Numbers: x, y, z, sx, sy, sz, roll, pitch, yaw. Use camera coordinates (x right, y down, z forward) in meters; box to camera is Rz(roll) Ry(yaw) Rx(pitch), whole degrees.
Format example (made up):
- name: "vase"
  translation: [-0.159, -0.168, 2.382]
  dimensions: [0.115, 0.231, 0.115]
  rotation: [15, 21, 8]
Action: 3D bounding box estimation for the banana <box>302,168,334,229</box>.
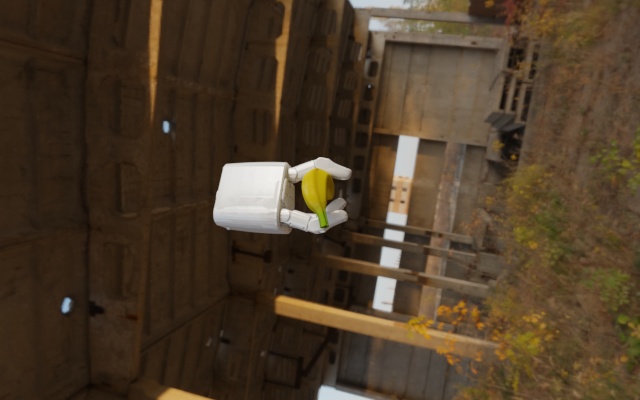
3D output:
- name: "banana"
  translation: [-0.003, -0.015, 0.709]
  dimensions: [0.037, 0.069, 0.197]
  rotation: [-6, 12, 7]
